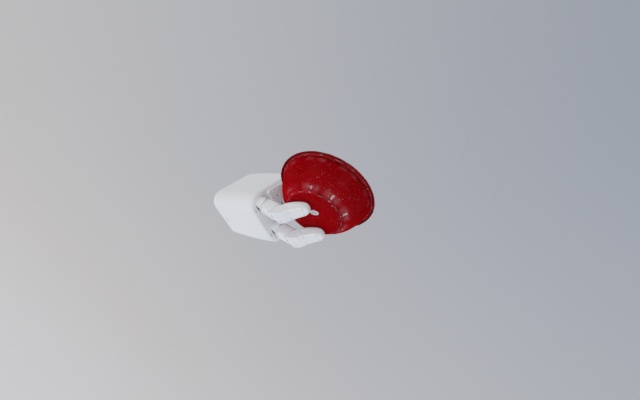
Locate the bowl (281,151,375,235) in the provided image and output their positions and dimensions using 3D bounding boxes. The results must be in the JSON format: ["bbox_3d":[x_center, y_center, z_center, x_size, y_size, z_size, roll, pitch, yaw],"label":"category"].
[{"bbox_3d":[0.001,0.002,0.742,0.162,0.162,0.055,0,43,32],"label":"bowl"}]
